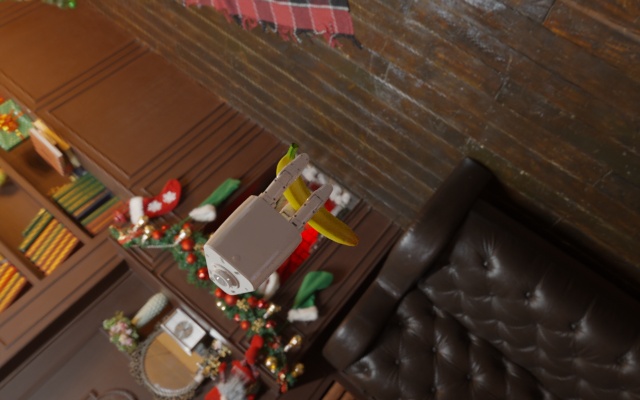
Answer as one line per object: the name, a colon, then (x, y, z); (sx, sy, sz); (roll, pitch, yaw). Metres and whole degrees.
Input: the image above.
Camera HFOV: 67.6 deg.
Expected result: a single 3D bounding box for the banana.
banana: (-0.014, 0.003, 0.768); (0.069, 0.198, 0.037); (-15, 27, 46)
